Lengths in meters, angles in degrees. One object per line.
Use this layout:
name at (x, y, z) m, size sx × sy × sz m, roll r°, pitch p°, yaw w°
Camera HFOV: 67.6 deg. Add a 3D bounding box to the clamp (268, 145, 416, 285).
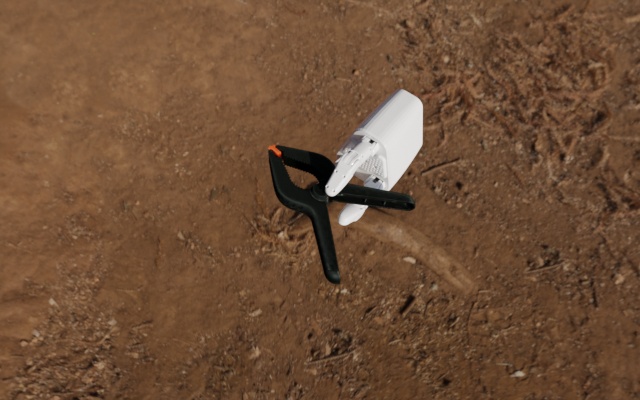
clamp at (0.000, 0.001, 0.638) m, size 0.210 × 0.164 × 0.036 m, roll 34°, pitch -28°, yaw 14°
